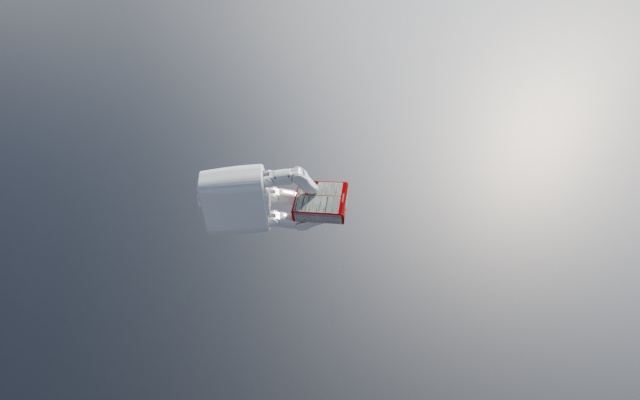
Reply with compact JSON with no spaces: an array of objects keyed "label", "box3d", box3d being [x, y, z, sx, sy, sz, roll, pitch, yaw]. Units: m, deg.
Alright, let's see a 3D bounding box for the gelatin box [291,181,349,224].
[{"label":"gelatin box","box3d":[0.000,0.002,0.810,0.089,0.073,0.030,2,-40,11]}]
